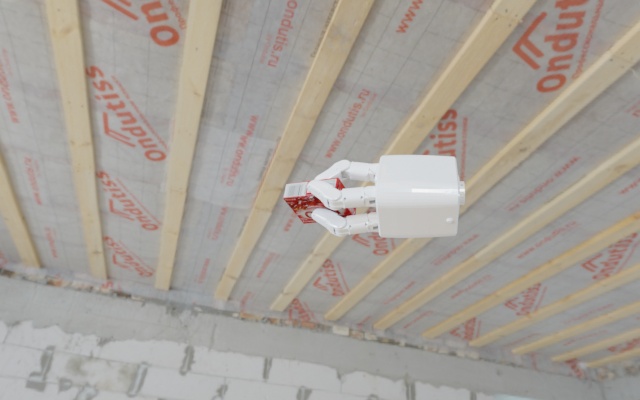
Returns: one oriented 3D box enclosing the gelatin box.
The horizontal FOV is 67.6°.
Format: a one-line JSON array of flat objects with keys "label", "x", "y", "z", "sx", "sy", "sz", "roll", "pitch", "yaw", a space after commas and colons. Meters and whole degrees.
[{"label": "gelatin box", "x": 0.000, "y": 0.002, "z": 0.709, "sx": 0.089, "sy": 0.030, "sz": 0.073, "roll": -6, "pitch": -36, "yaw": 25}]
